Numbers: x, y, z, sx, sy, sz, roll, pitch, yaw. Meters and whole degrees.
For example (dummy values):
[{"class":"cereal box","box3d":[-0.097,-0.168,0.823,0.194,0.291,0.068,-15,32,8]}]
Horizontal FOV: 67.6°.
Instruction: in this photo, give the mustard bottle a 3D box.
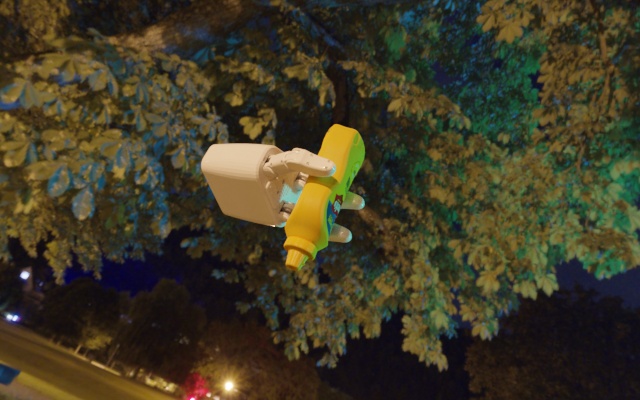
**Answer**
[{"class":"mustard bottle","box3d":[0.001,0.002,0.616,0.058,0.191,0.096,19,-26,10]}]
